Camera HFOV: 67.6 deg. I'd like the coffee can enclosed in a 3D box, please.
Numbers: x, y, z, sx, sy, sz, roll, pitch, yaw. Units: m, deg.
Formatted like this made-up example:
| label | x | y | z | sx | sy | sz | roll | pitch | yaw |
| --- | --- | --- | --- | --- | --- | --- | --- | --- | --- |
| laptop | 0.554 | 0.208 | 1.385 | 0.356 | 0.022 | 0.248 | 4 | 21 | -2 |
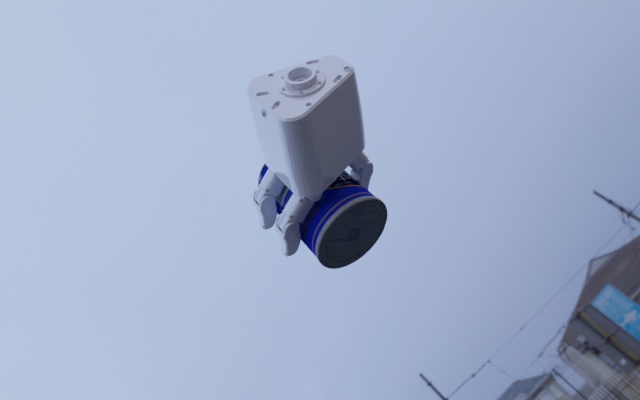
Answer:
| label | x | y | z | sx | sy | sz | roll | pitch | yaw |
| --- | --- | --- | --- | --- | --- | --- | --- | --- | --- |
| coffee can | 0.000 | 0.002 | 0.600 | 0.103 | 0.103 | 0.140 | 0 | 34 | -43 |
